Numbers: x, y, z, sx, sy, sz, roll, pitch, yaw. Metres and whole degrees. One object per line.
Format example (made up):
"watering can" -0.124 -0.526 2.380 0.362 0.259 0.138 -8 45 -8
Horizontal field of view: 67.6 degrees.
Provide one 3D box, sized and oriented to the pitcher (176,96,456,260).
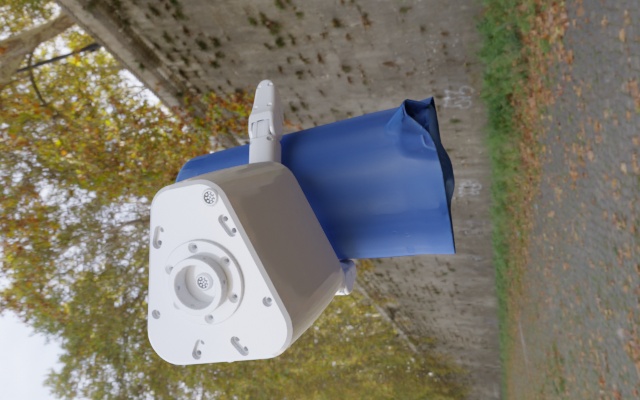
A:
"pitcher" 0.000 0.001 0.443 0.243 0.149 0.145 -8 7 16
